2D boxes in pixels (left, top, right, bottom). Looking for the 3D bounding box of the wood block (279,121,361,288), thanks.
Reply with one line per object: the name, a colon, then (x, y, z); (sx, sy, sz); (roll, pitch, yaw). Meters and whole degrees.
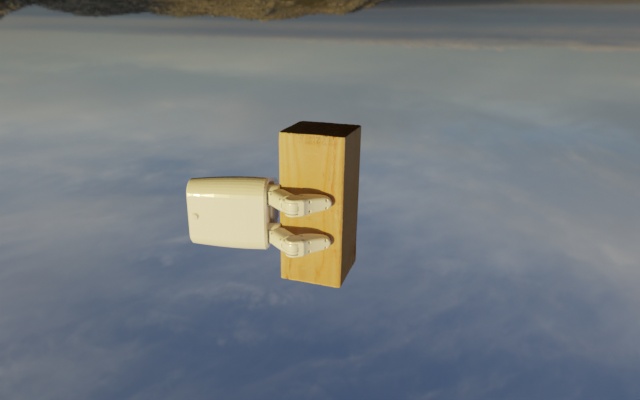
wood block: (0.000, 0.002, 0.659); (0.090, 0.206, 0.090); (7, 21, 16)
